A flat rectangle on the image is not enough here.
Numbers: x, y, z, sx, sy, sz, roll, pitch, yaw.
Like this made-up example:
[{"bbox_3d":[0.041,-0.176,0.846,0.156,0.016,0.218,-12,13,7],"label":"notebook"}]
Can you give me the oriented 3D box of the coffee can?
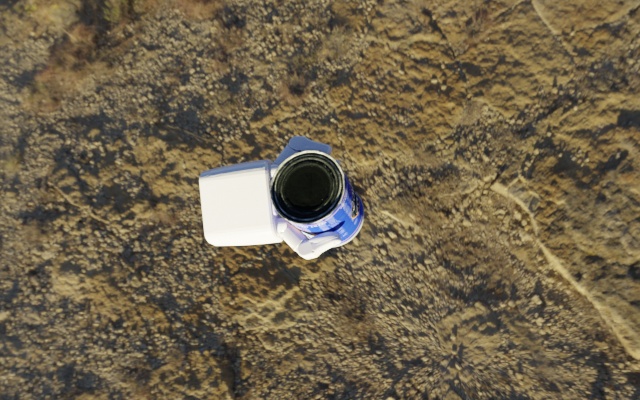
[{"bbox_3d":[0.000,0.002,0.681,0.103,0.102,0.140,0,-17,16],"label":"coffee can"}]
